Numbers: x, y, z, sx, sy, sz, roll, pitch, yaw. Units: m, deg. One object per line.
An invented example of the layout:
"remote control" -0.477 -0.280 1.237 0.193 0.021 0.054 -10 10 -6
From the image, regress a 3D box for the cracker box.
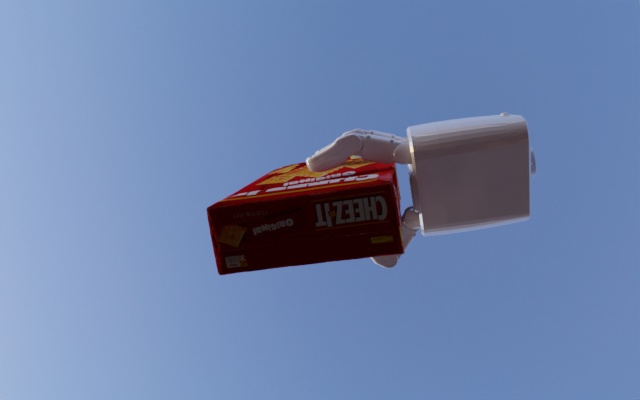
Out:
"cracker box" 0.000 0.002 0.499 0.164 0.072 0.213 -9 10 11
